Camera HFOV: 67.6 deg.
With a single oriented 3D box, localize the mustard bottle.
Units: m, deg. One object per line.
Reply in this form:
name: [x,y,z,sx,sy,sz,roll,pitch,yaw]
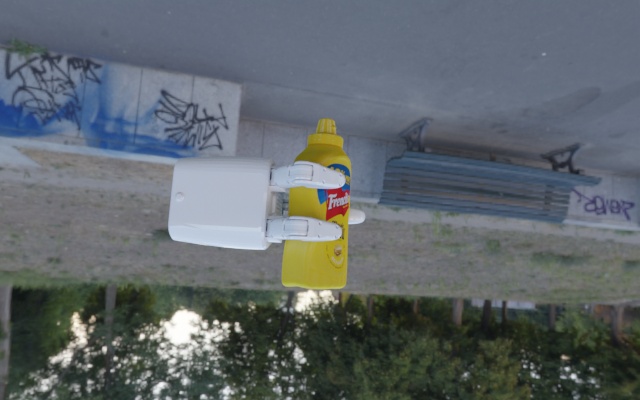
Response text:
mustard bottle: [0.000,0.002,0.541,0.058,0.191,0.096,0,-8,31]
